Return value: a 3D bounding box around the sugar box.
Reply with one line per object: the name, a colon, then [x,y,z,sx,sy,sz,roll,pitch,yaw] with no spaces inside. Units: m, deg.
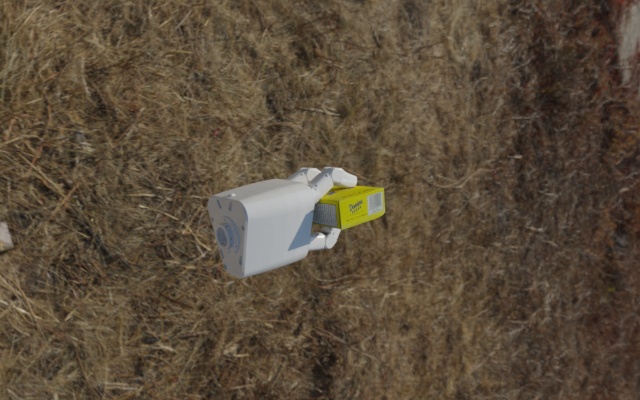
sugar box: [0.000,0.002,0.711,0.093,0.048,0.176,-16,18,-41]
